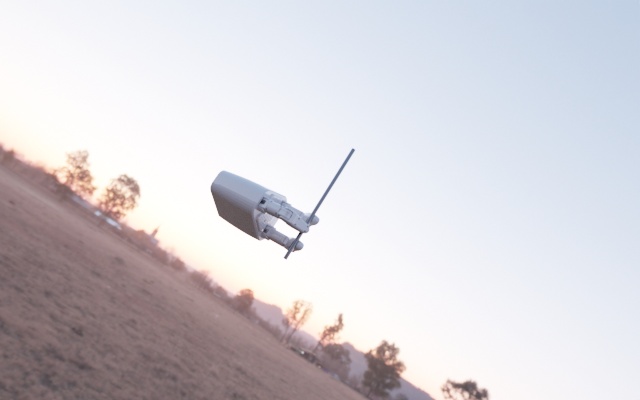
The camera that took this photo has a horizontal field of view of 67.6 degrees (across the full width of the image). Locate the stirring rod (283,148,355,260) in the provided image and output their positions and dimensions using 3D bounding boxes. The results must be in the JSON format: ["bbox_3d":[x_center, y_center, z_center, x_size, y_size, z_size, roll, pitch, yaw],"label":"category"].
[{"bbox_3d":[0.000,0.003,0.855,0.011,0.239,0.011,30,-16,9],"label":"stirring rod"}]
